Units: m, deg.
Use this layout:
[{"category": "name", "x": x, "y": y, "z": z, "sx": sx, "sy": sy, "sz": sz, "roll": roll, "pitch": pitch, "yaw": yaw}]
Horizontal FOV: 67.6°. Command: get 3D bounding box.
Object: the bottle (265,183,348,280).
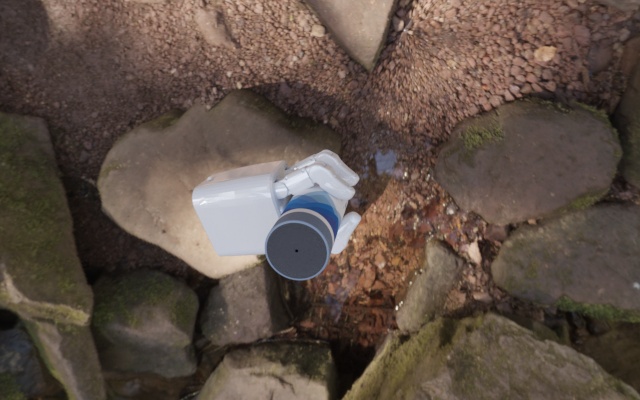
[{"category": "bottle", "x": 0.000, "y": 0.002, "z": 0.612, "sx": 0.069, "sy": 0.069, "sz": 0.295, "roll": 0, "pitch": 19, "yaw": 10}]
